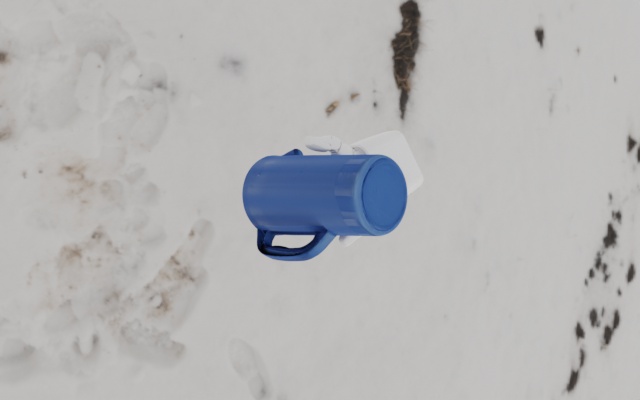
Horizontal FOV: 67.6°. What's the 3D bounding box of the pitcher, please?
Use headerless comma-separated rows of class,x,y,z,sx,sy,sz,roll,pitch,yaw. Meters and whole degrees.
pitcher,0.000,0.002,0.705,0.145,0.149,0.243,-25,17,-39
